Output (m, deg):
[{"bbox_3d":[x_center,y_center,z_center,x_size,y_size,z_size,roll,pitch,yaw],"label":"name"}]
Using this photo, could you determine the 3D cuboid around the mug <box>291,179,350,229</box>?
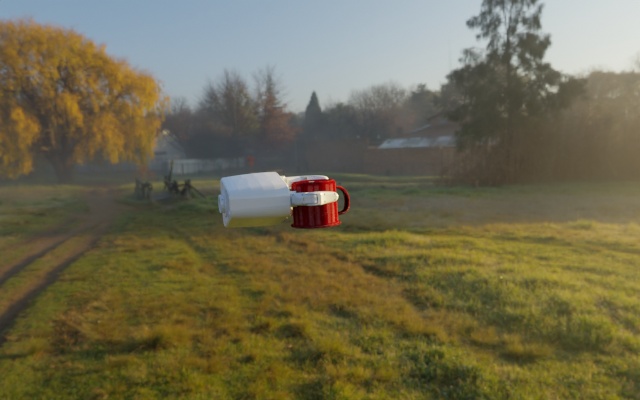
[{"bbox_3d":[0.002,0.003,0.879,0.117,0.081,0.093,-6,6,-20],"label":"mug"}]
